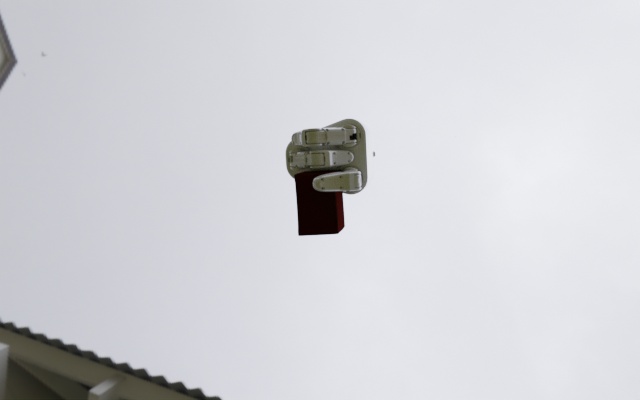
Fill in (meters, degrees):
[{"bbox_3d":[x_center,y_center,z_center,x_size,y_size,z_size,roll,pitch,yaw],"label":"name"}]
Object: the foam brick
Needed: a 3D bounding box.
[{"bbox_3d":[0.000,0.002,0.605,0.053,0.078,0.051,-1,7,12],"label":"foam brick"}]
